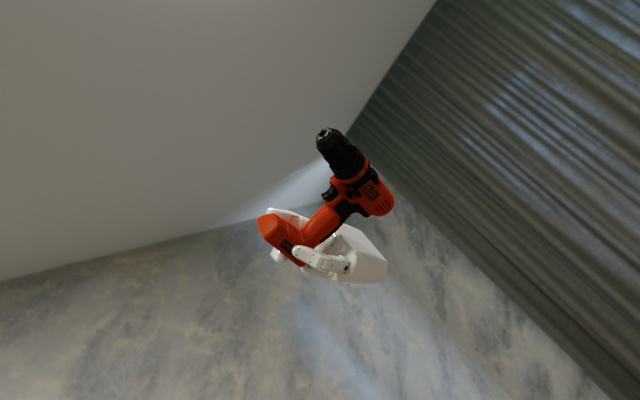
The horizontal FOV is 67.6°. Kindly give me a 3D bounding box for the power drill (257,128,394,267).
[{"bbox_3d":[0.000,0.003,0.706,0.184,0.187,0.057,46,11,-37],"label":"power drill"}]
